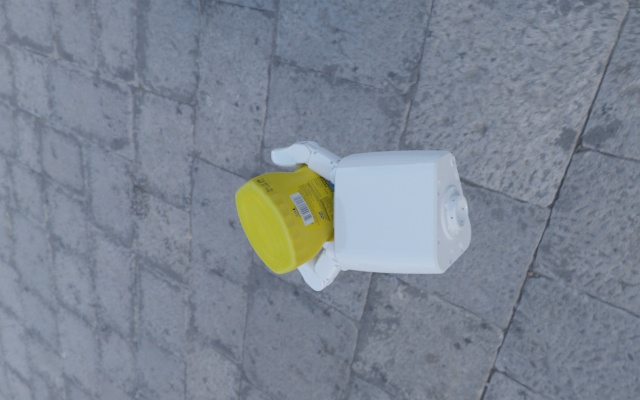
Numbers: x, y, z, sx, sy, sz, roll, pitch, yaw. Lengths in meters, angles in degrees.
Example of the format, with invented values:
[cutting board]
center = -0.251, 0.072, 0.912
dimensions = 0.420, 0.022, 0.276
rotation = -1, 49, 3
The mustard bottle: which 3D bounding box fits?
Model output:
[mustard bottle]
center = 0.000, 0.002, 0.526
dimensions = 0.058, 0.096, 0.191
rotation = -32, -4, 39
